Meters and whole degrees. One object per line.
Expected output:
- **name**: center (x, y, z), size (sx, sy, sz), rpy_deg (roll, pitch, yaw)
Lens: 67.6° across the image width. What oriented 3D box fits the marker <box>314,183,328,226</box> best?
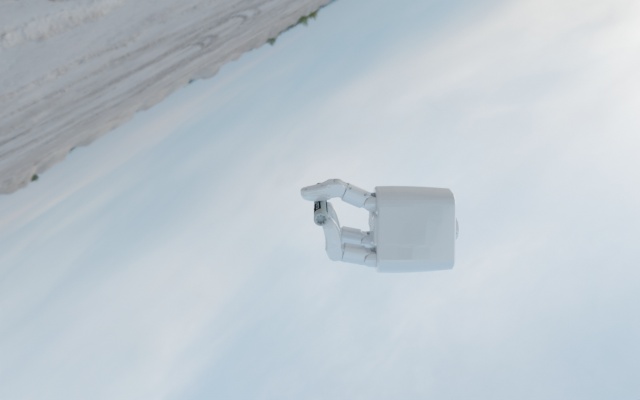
- **marker**: center (0.000, 0.002, 0.662), size (0.020, 0.020, 0.121), rpy_deg (0, 22, 0)
